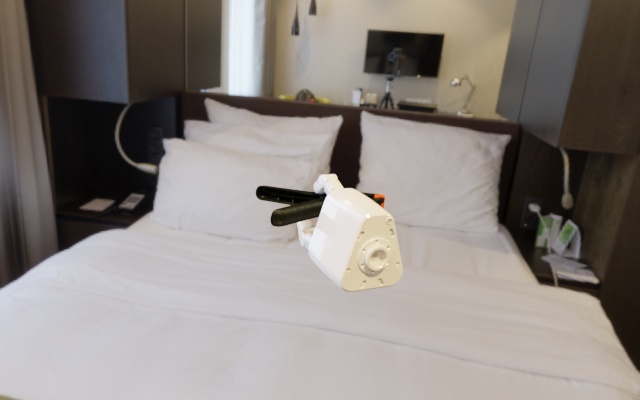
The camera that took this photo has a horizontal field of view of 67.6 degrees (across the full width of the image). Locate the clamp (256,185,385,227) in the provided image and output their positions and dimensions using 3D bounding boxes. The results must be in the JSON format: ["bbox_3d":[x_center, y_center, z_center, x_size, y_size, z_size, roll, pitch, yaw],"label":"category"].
[{"bbox_3d":[0.001,0.002,0.767,0.210,0.036,0.164,-2,17,-22],"label":"clamp"}]
